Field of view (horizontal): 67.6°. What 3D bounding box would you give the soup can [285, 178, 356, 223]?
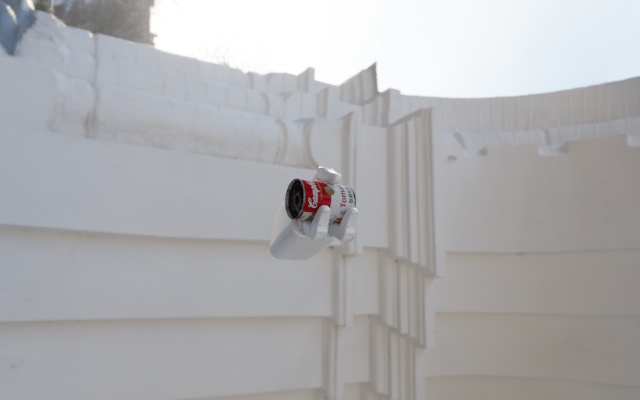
[{"bbox_3d":[0.001,0.002,0.808,0.102,0.068,0.068,7,-4,-30],"label":"soup can"}]
